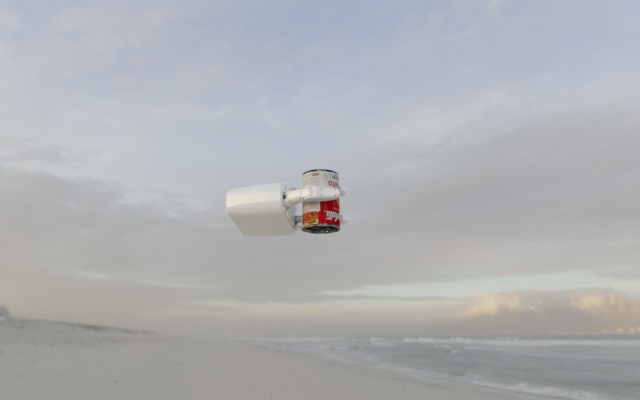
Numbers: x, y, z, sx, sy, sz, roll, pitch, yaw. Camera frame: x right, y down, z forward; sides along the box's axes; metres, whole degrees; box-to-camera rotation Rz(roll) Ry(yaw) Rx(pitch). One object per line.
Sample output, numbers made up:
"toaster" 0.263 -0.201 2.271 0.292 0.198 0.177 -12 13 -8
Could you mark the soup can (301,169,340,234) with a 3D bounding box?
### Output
"soup can" 0.001 0.002 0.845 0.068 0.102 0.068 -1 -16 0
